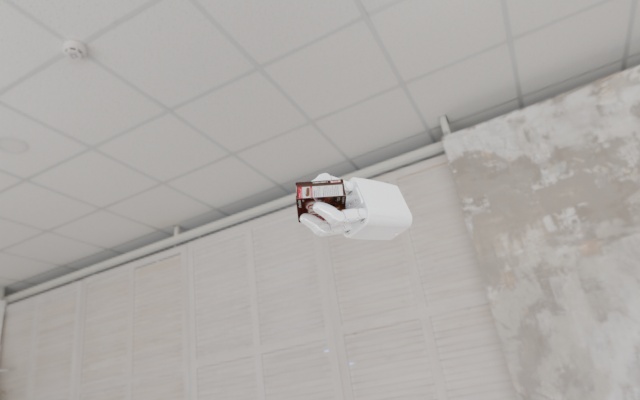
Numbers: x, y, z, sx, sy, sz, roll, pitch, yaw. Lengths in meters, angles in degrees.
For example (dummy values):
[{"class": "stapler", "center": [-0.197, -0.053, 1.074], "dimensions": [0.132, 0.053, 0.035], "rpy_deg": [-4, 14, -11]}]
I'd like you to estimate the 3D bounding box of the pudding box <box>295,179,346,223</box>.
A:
[{"class": "pudding box", "center": [0.000, 0.003, 0.886], "dimensions": [0.090, 0.039, 0.113], "rpy_deg": [-5, -27, -1]}]
